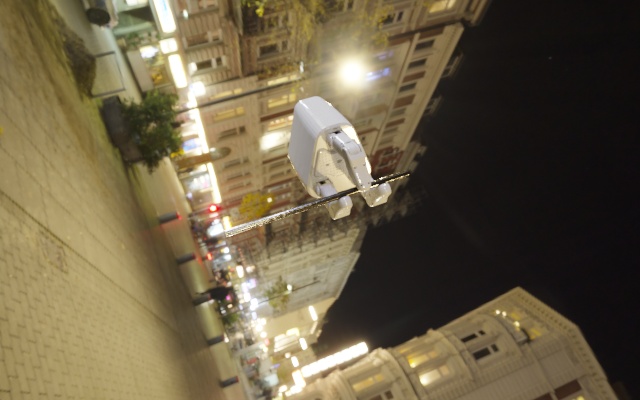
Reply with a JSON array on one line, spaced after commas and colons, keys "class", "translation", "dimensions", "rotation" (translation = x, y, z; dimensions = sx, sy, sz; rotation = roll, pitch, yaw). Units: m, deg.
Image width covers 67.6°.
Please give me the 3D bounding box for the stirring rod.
[{"class": "stirring rod", "translation": [0.000, 0.002, 0.584], "dimensions": [0.239, 0.011, 0.011], "rotation": [-18, 4, -13]}]
